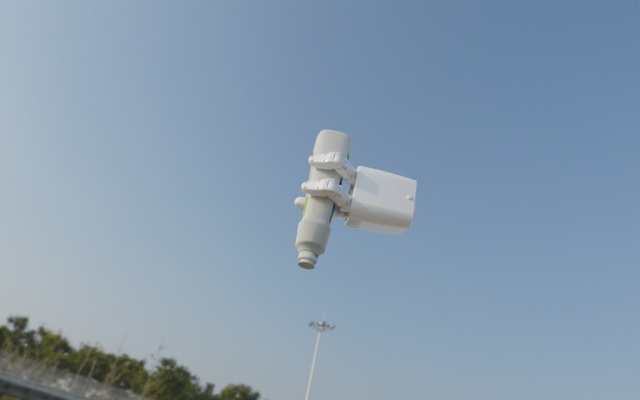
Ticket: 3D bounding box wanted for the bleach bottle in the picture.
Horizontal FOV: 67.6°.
[{"bbox_3d":[0.000,0.003,0.829,0.068,0.250,0.103,12,-30,1],"label":"bleach bottle"}]
